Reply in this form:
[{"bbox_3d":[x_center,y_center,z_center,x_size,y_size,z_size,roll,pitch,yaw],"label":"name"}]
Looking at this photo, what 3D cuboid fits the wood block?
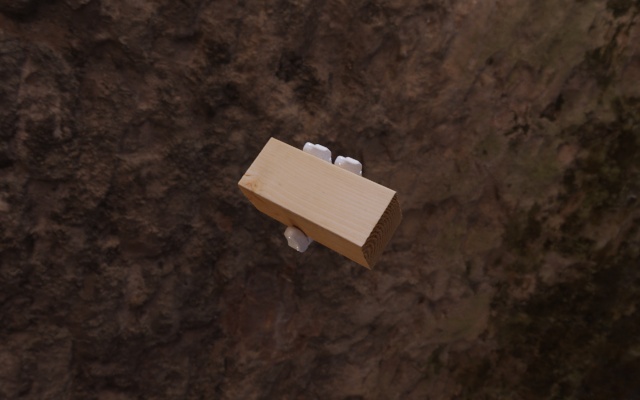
[{"bbox_3d":[0.000,0.003,0.676,0.206,0.091,0.090,25,-17,25],"label":"wood block"}]
